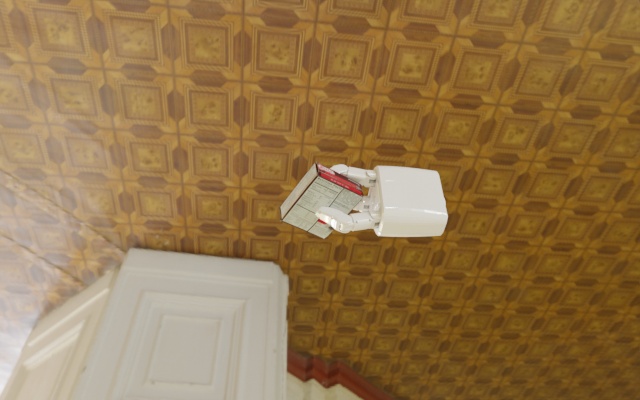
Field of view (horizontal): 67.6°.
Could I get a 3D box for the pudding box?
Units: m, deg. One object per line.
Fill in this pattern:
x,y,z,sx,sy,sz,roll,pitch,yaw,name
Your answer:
0.000,0.003,0.763,0.090,0.113,0.039,25,32,-24,pudding box
